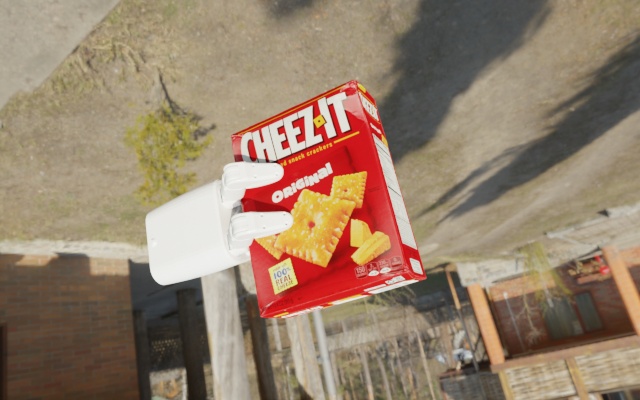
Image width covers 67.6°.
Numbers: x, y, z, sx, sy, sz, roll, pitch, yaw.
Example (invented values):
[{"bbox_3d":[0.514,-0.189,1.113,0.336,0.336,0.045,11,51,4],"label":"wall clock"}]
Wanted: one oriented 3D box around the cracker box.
[{"bbox_3d":[0.000,0.002,0.513,0.164,0.213,0.072,-20,-20,20],"label":"cracker box"}]
